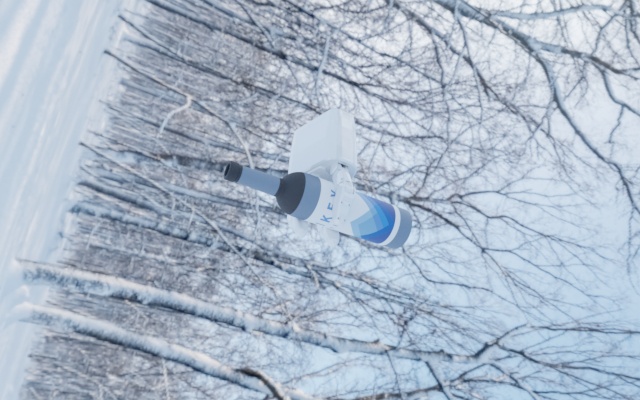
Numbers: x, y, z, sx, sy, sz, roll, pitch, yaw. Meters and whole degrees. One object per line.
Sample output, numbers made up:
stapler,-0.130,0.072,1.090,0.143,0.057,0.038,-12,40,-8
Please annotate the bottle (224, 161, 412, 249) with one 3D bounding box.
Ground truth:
bottle,0.000,0.002,0.707,0.296,0.069,0.069,19,-8,-25
